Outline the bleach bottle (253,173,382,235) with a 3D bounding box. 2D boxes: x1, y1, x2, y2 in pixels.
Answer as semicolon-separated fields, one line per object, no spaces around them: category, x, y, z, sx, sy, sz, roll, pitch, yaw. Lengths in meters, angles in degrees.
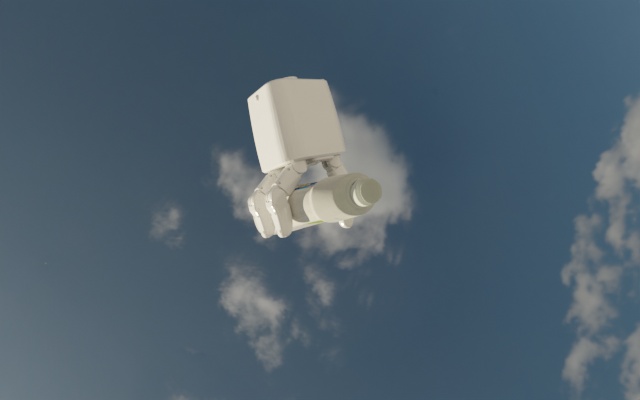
bleach bottle;0.000;0.002;0.626;0.102;0.068;0.251;-14;1;-31
